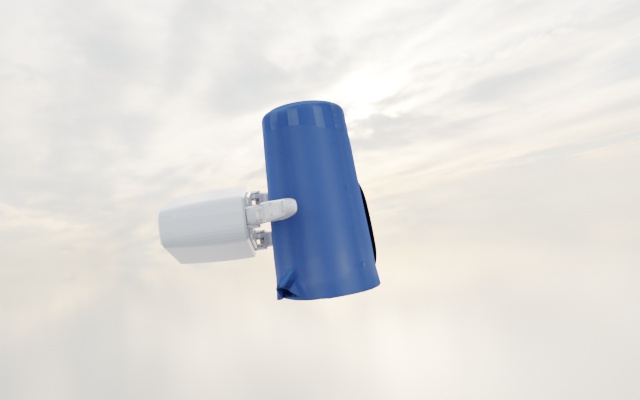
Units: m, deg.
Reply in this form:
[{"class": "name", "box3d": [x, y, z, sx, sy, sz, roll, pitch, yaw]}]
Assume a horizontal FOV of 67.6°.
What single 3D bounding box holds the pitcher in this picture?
[{"class": "pitcher", "box3d": [0.000, 0.002, 0.620, 0.145, 0.243, 0.149, -8, -3, -3]}]
